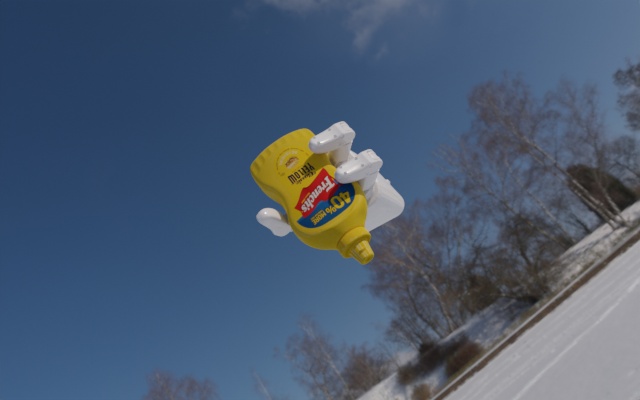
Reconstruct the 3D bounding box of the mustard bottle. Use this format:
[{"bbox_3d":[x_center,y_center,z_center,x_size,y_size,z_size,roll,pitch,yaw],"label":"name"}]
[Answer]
[{"bbox_3d":[0.000,0.002,0.580,0.096,0.191,0.058,-35,-28,-8],"label":"mustard bottle"}]
